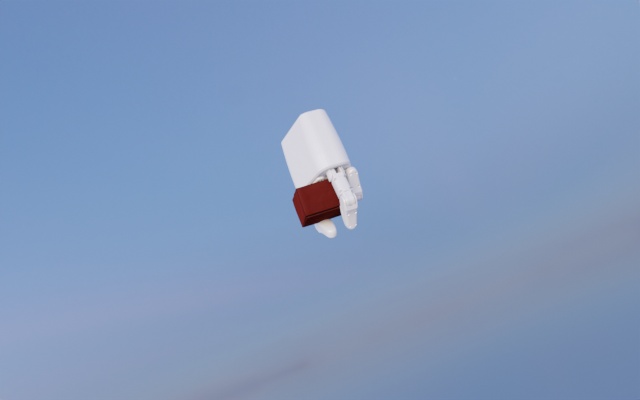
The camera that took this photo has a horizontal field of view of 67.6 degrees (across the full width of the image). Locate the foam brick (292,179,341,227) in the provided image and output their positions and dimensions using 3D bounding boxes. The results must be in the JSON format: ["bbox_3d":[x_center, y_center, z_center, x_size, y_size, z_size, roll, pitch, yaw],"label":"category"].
[{"bbox_3d":[0.000,0.003,0.764,0.078,0.051,0.053,-17,-17,-17],"label":"foam brick"}]
